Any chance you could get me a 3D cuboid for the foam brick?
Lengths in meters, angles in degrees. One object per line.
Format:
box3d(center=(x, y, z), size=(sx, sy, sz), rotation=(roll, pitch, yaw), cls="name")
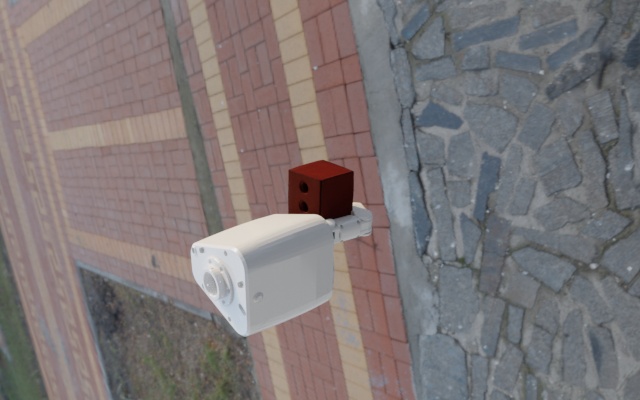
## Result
box3d(center=(0.000, 0.001, 0.526), size=(0.051, 0.078, 0.053), rotation=(-17, 27, -39), cls="foam brick")
